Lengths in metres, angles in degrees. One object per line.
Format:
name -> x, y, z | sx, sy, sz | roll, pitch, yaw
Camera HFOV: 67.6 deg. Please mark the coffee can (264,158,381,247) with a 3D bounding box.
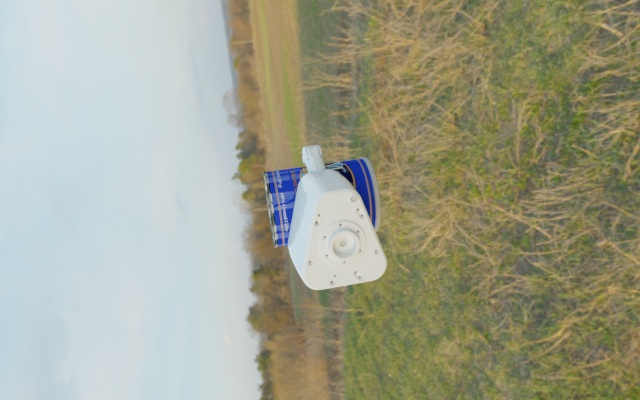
coffee can -> 0.000, 0.002, 0.644 | 0.140, 0.103, 0.103 | -8, 1, -8
